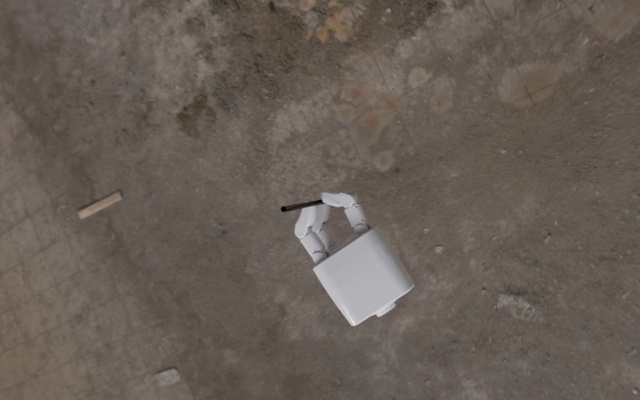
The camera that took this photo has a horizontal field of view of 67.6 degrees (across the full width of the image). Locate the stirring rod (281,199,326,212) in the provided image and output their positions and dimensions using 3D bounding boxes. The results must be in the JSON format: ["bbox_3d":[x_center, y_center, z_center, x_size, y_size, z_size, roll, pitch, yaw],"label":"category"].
[{"bbox_3d":[0.000,0.002,0.736,0.011,0.011,0.239,0,4,24],"label":"stirring rod"}]
